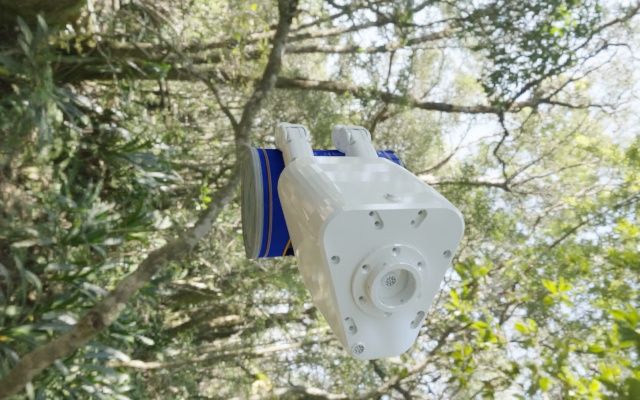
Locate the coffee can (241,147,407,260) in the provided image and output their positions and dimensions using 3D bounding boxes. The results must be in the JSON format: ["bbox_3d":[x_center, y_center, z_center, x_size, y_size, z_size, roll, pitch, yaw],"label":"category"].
[{"bbox_3d":[0.000,0.001,0.454,0.140,0.103,0.103,-1,0,-16],"label":"coffee can"}]
